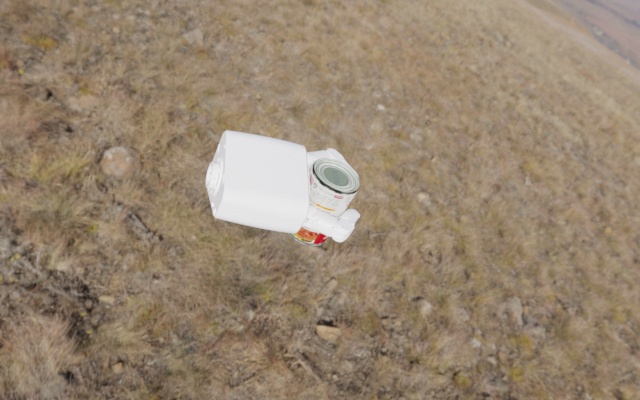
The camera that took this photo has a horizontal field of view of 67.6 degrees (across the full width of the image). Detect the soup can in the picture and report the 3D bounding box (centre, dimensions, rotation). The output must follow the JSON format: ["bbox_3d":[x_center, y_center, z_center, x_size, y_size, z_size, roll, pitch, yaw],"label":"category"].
[{"bbox_3d":[0.001,0.002,0.634,0.068,0.068,0.102,0,-44,-35],"label":"soup can"}]
